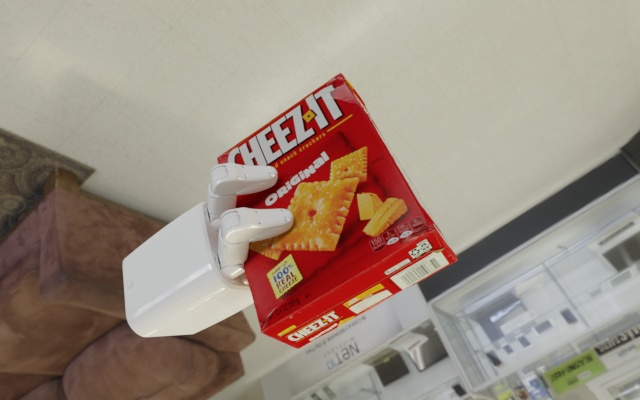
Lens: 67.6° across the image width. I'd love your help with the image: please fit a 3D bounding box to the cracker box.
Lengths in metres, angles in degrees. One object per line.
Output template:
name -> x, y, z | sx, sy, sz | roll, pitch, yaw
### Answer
cracker box -> 0.000, 0.002, 0.451 | 0.164, 0.213, 0.072 | -32, -38, 11
